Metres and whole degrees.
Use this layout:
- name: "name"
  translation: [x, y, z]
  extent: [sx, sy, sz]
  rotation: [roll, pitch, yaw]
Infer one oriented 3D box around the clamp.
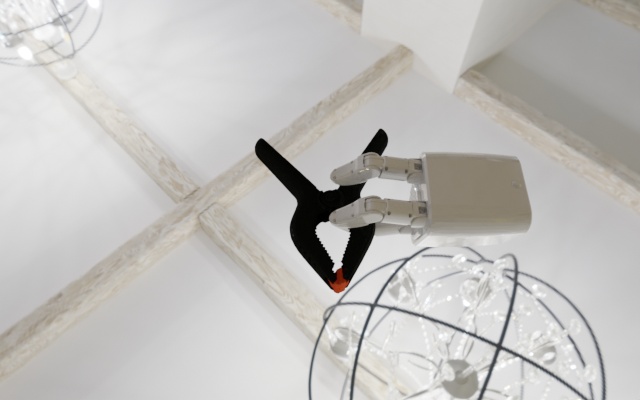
- name: "clamp"
  translation: [0.000, 0.003, 0.548]
  extent: [0.164, 0.209, 0.036]
  rotation: [0, -31, 2]
